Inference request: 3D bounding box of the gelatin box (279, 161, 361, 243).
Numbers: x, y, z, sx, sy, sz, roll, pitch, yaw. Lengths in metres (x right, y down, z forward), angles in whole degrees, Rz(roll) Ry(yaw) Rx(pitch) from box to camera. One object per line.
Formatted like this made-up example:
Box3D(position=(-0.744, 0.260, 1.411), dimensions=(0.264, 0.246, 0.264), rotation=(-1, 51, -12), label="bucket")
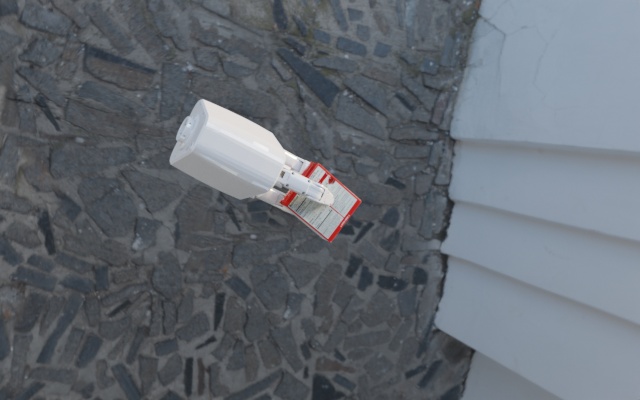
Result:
Box3D(position=(0.001, 0.002, 0.653), dimensions=(0.089, 0.073, 0.030), rotation=(40, -9, -22), label="gelatin box")
